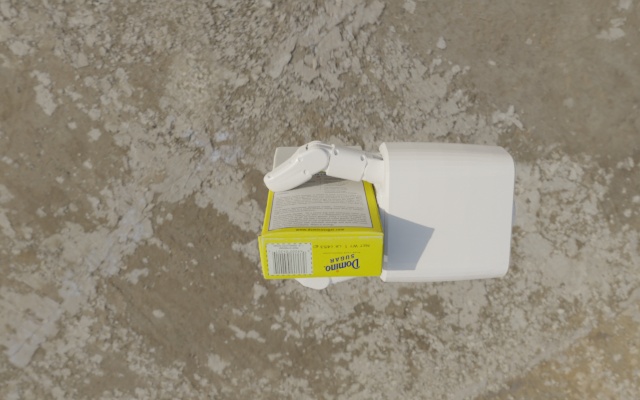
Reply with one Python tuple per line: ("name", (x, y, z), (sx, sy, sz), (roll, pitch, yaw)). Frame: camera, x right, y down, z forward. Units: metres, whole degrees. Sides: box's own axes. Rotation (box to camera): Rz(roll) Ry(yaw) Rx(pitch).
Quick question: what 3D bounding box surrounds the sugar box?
("sugar box", (0.000, 0.002, 0.431), (0.093, 0.048, 0.176), (-1, 25, 0))
